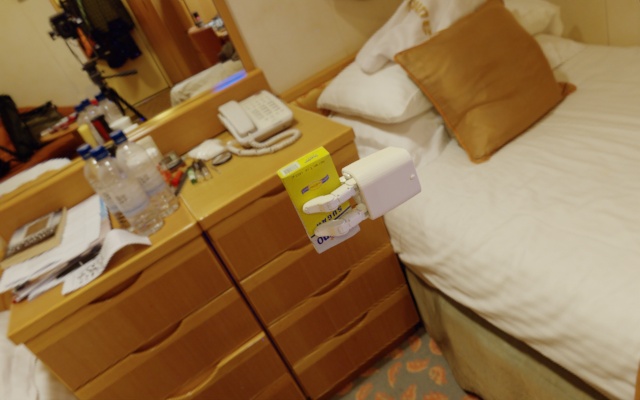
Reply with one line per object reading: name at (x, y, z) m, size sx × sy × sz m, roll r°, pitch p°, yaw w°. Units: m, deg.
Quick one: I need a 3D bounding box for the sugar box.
sugar box at (0.000, 0.003, 0.855) m, size 0.093 × 0.176 × 0.048 m, roll -28°, pitch 29°, yaw -6°
